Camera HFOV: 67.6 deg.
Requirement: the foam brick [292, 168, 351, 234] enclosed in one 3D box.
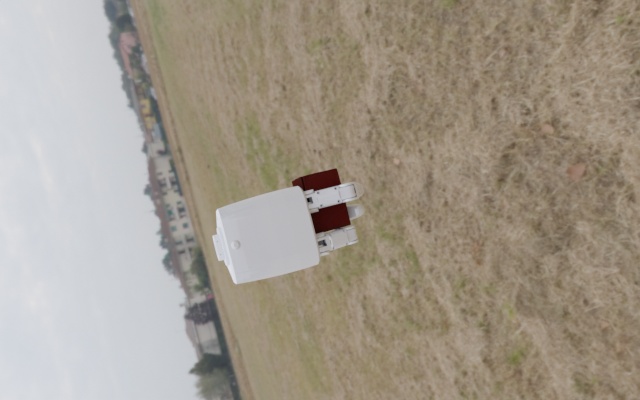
[{"bbox_3d":[0.000,0.002,0.625,0.051,0.078,0.053,-14,0,-16],"label":"foam brick"}]
